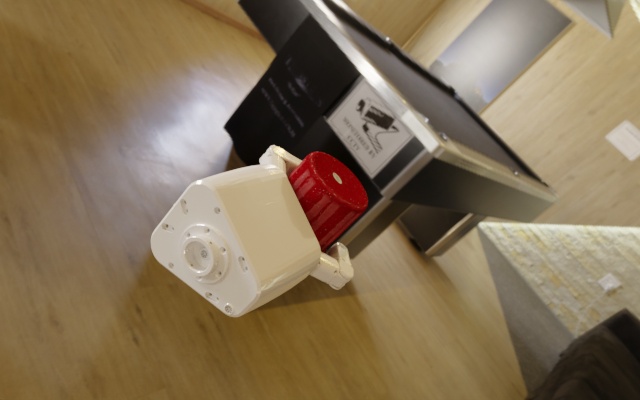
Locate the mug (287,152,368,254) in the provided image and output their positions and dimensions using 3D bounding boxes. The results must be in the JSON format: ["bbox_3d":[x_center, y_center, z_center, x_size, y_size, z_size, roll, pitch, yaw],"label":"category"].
[{"bbox_3d":[0.001,0.001,0.513,0.081,0.093,0.117,-46,-10,25],"label":"mug"}]
